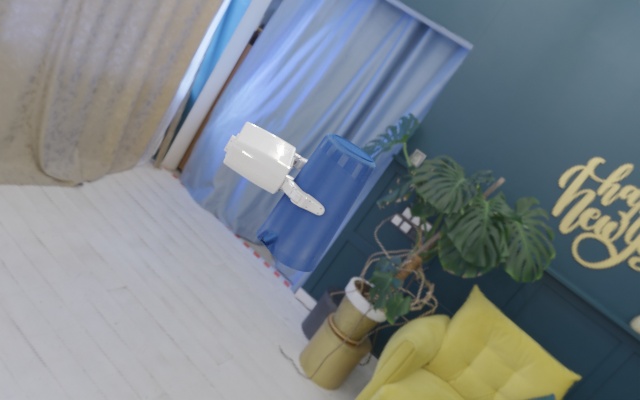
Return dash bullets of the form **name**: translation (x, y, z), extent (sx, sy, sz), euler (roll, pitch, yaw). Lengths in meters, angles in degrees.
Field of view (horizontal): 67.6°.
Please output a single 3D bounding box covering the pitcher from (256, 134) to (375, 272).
- **pitcher**: translation (0.000, 0.003, 0.898), extent (0.145, 0.243, 0.149), euler (30, 16, -13)
